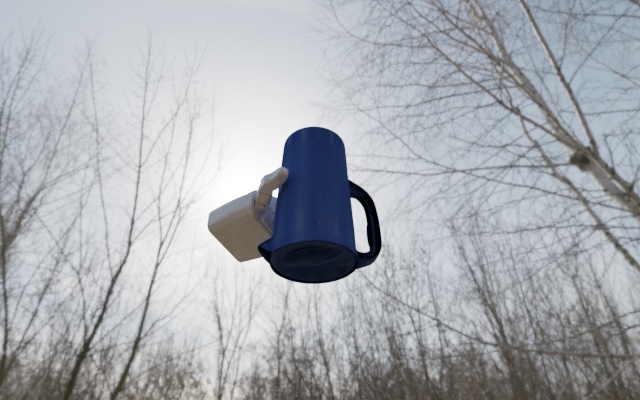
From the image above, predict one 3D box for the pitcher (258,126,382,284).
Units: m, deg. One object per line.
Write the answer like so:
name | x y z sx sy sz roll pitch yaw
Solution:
pitcher | 0.000 0.003 0.769 0.145 0.242 0.149 -22 -41 28
